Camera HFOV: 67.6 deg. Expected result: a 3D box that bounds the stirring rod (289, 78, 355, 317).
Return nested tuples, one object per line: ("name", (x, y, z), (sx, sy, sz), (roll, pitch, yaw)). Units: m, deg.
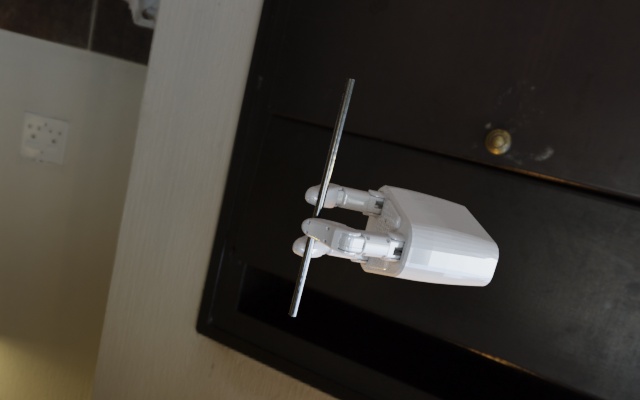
("stirring rod", (0.000, 0.001, 0.467), (0.011, 0.239, 0.011), (14, 9, -2))
